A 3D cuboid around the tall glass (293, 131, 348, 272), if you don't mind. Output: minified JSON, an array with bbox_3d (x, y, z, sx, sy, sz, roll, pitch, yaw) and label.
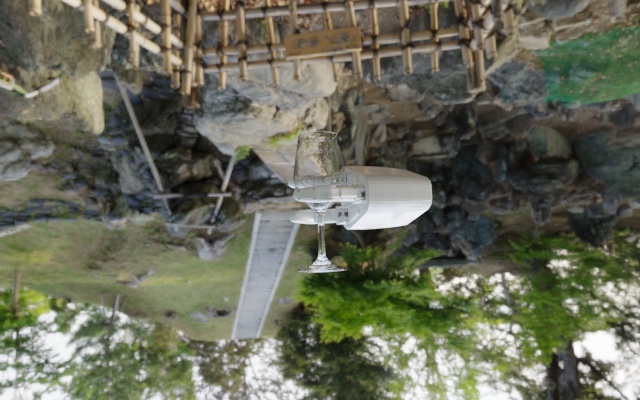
[{"bbox_3d":[0.000,0.003,0.705,0.079,0.201,0.079,-2,-4,0],"label":"tall glass"}]
